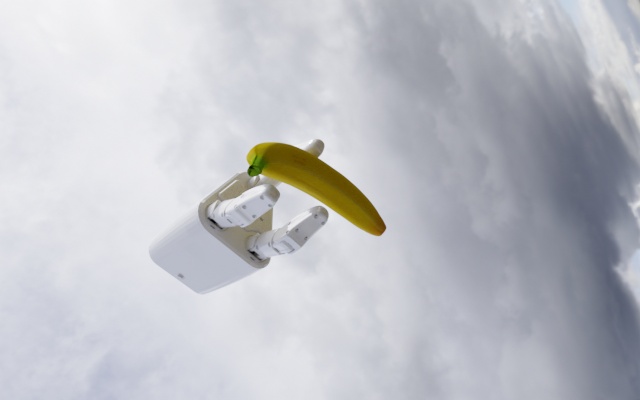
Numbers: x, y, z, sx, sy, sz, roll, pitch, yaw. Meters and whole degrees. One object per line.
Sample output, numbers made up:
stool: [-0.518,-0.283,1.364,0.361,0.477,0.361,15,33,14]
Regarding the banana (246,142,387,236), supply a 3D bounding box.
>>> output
banana: [-0.006,-0.014,0.480,0.037,0.069,0.198,-36,-40,29]
